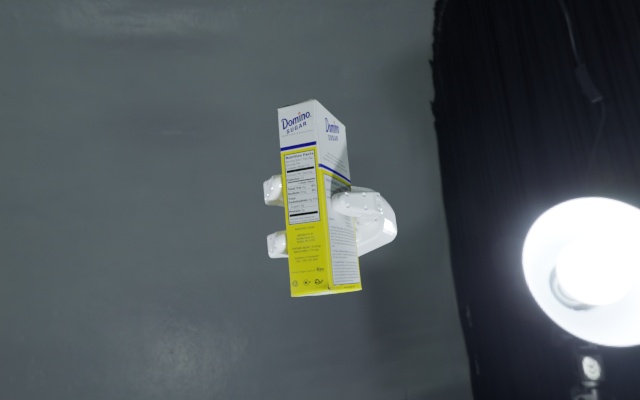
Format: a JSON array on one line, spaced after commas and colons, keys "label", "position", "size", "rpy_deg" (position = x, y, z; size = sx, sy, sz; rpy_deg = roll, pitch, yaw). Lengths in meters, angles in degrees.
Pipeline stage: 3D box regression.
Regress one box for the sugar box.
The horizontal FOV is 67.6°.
[{"label": "sugar box", "position": [0.000, 0.002, 0.466], "size": [0.048, 0.176, 0.093], "rpy_deg": [-11, -12, 19]}]
